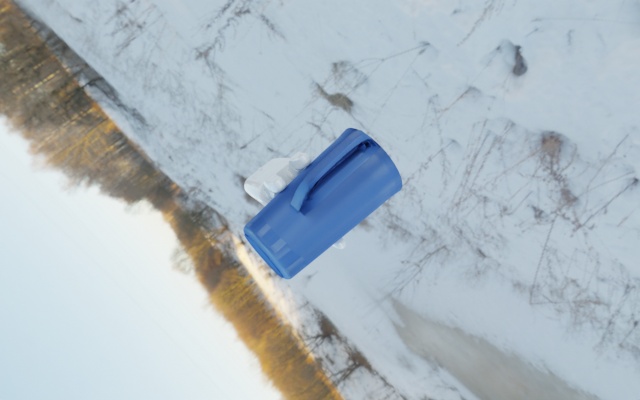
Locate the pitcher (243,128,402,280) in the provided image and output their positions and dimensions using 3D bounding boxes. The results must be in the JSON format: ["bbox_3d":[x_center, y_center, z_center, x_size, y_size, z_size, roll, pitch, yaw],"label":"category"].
[{"bbox_3d":[0.000,0.002,0.744,0.243,0.149,0.145,-41,24,-14],"label":"pitcher"}]
